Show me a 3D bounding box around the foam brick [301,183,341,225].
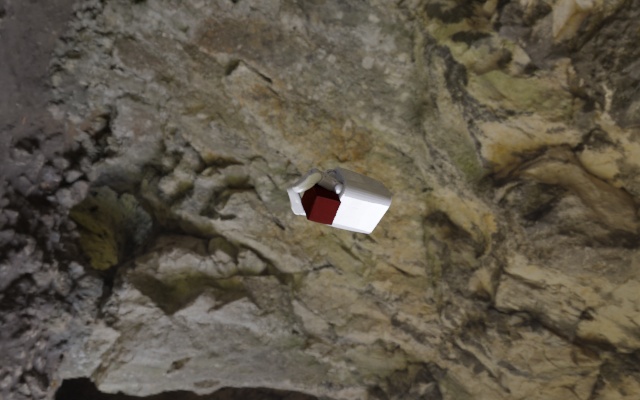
[{"bbox_3d":[0.000,0.003,0.898,0.051,0.053,0.078,16,21,-19],"label":"foam brick"}]
